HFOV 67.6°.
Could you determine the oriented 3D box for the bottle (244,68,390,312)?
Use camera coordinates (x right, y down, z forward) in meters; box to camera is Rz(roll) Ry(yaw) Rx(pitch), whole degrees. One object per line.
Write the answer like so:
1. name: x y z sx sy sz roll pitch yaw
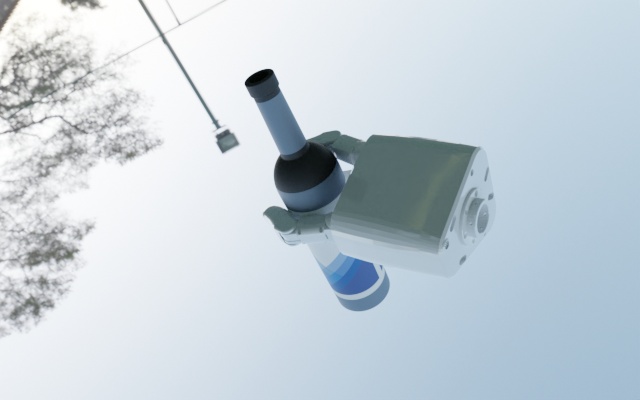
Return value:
1. bottle: 0.000 0.002 0.488 0.069 0.296 0.069 -16 39 13
